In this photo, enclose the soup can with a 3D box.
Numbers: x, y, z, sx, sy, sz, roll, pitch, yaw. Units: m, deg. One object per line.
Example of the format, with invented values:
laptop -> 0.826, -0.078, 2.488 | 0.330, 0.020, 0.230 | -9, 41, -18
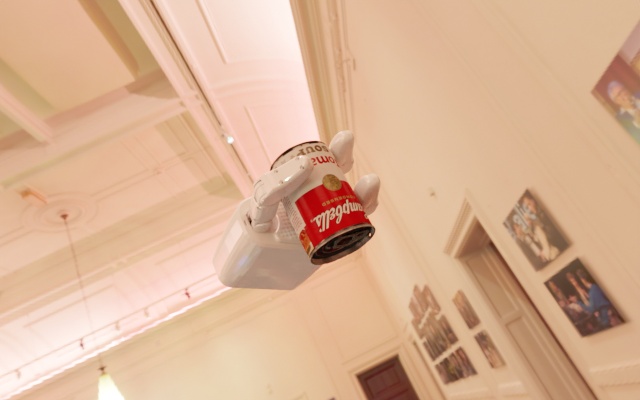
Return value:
soup can -> 0.000, 0.001, 0.463 | 0.068, 0.102, 0.068 | -23, -24, -11
